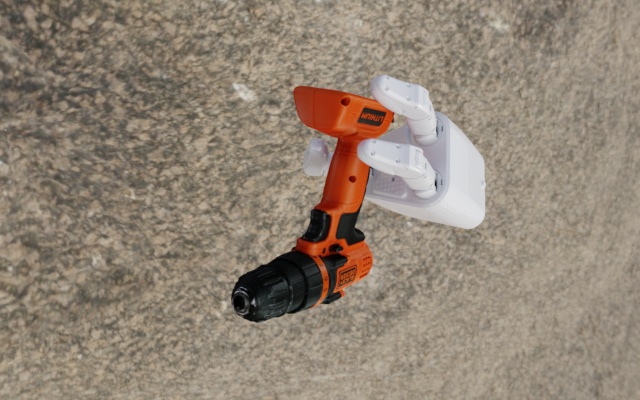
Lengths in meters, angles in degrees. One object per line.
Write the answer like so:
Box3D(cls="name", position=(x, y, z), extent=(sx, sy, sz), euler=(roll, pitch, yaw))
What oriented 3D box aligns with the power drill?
Box3D(cls="power drill", position=(0.000, 0.001, 0.411), extent=(0.057, 0.188, 0.184), euler=(17, 13, 28))
